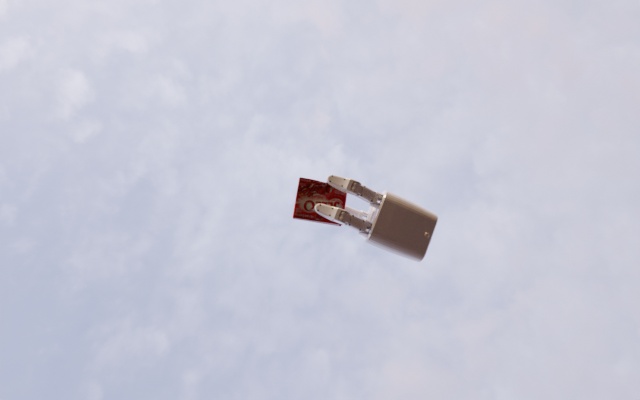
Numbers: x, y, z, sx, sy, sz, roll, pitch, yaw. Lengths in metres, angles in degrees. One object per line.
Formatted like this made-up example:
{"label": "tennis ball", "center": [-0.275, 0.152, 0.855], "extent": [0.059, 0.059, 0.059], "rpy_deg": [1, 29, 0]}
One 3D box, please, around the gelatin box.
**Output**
{"label": "gelatin box", "center": [0.000, 0.003, 0.842], "extent": [0.089, 0.073, 0.030], "rpy_deg": [9, -8, -1]}
